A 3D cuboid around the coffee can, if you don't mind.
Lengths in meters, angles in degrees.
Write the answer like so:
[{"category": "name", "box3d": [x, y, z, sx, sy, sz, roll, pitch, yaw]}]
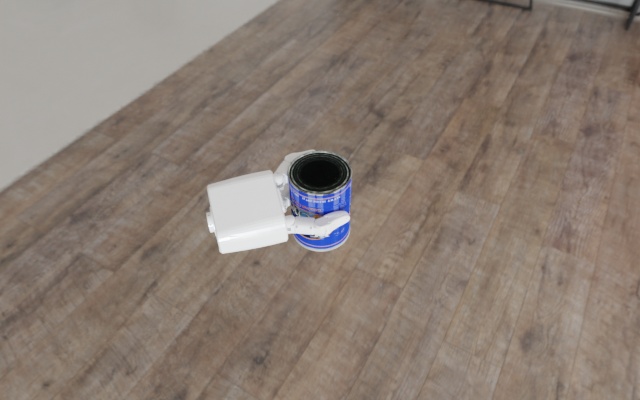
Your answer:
[{"category": "coffee can", "box3d": [0.000, 0.003, 0.799, 0.103, 0.102, 0.140, 0, -44, 1]}]
